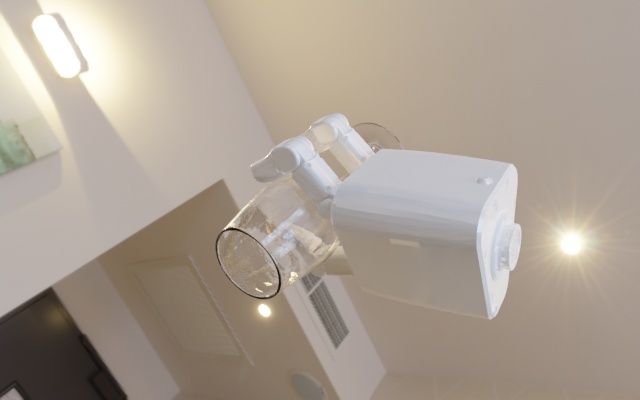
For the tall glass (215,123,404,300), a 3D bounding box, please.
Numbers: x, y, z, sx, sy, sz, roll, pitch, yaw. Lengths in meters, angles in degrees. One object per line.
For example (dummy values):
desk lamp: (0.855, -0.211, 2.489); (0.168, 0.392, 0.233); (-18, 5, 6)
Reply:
tall glass: (0.000, 0.001, 0.416); (0.079, 0.079, 0.201); (0, 27, 38)
